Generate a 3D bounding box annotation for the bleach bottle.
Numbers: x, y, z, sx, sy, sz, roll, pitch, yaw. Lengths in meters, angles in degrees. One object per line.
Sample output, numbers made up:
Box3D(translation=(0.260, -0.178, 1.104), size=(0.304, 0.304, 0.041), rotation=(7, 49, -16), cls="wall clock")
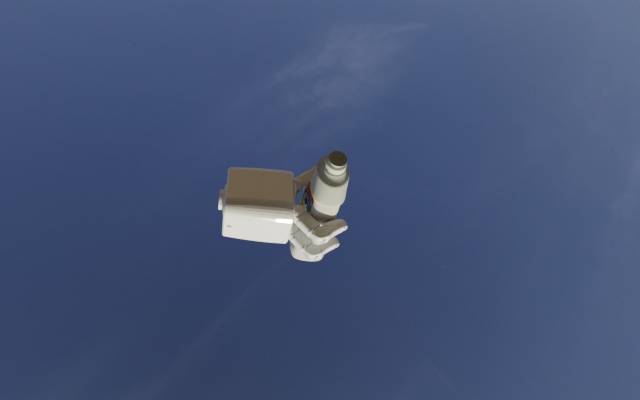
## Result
Box3D(translation=(0.000, 0.003, 0.779), size=(0.068, 0.102, 0.251), rotation=(6, -35, -9), cls="bleach bottle")
